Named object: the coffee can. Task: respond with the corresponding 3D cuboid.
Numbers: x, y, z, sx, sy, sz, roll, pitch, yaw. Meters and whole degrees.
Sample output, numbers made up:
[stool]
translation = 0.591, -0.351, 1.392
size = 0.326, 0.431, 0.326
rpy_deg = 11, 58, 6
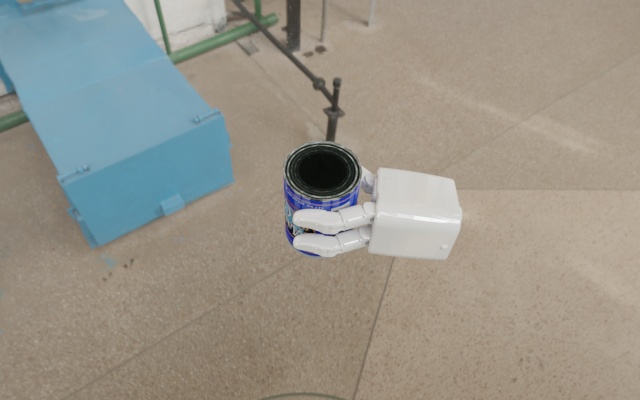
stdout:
[coffee can]
translation = 0.000, 0.002, 0.665
size = 0.103, 0.102, 0.140
rpy_deg = 0, -38, -2
